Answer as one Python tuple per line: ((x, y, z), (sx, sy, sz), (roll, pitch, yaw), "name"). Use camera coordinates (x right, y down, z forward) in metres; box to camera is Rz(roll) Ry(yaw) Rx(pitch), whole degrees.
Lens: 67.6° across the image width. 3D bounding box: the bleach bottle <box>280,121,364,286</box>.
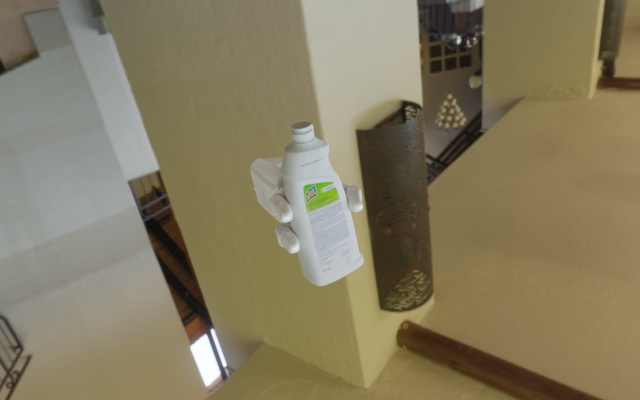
((0.000, 0.002, 0.716), (0.102, 0.251, 0.068), (-25, 32, -26), "bleach bottle")
